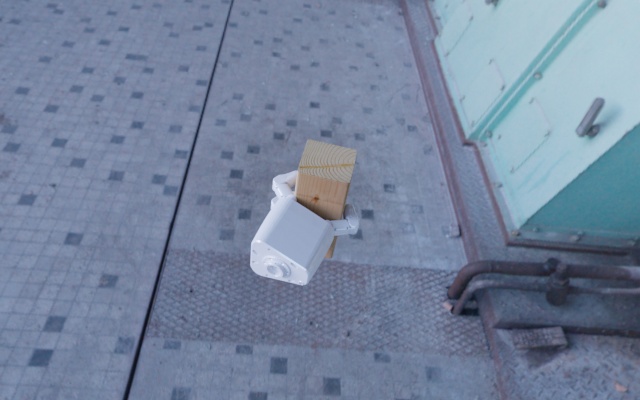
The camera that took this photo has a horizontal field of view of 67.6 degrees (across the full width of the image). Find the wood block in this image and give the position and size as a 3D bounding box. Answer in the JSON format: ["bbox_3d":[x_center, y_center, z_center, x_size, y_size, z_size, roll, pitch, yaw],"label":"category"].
[{"bbox_3d":[0.000,0.003,0.874,0.091,0.090,0.206,13,-44,2],"label":"wood block"}]
